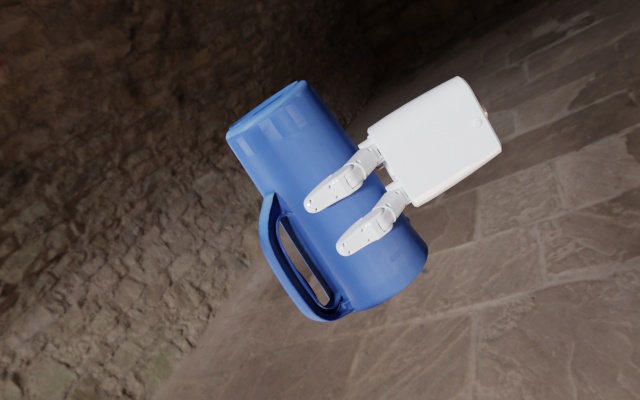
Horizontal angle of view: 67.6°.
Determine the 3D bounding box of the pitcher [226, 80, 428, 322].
[{"bbox_3d":[0.000,0.002,0.528,0.145,0.243,0.149,-32,16,10],"label":"pitcher"}]
